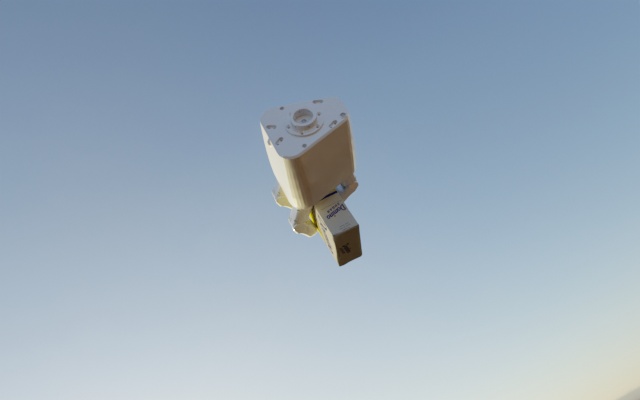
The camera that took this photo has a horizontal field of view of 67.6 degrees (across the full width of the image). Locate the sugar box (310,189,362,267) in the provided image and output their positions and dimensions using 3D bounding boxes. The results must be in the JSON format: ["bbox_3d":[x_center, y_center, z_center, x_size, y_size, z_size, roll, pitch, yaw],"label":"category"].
[{"bbox_3d":[0.000,0.002,0.704,0.048,0.176,0.093,-24,-34,-8],"label":"sugar box"}]
